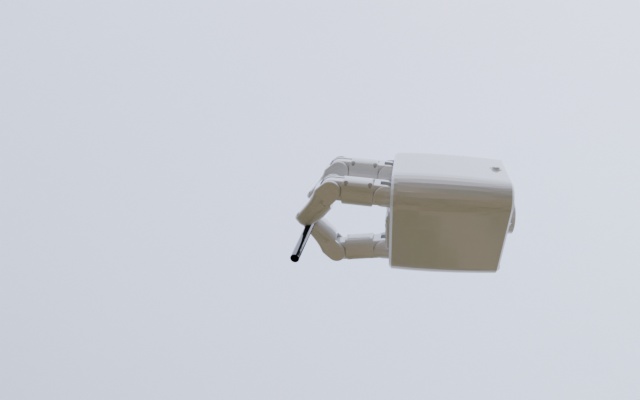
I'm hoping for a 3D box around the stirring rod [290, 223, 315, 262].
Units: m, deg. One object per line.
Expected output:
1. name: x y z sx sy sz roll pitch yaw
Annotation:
1. stirring rod: 0.000 0.002 0.519 0.011 0.011 0.239 0 24 12
